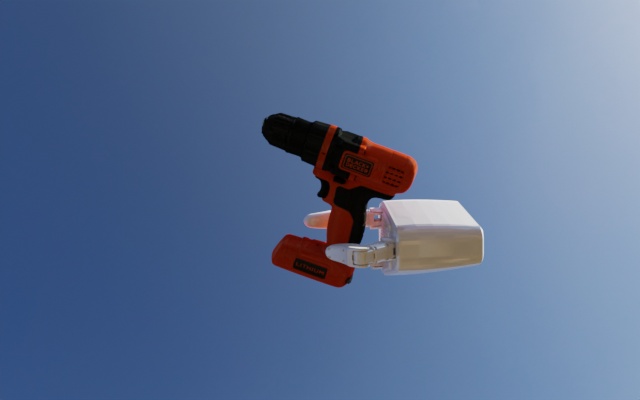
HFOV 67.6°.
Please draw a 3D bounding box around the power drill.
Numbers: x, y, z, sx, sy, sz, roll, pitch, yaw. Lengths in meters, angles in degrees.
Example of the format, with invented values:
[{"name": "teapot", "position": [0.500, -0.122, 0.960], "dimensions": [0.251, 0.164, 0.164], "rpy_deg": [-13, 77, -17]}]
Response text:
[{"name": "power drill", "position": [0.000, 0.002, 0.575], "dimensions": [0.184, 0.188, 0.057], "rpy_deg": [20, 26, 3]}]
